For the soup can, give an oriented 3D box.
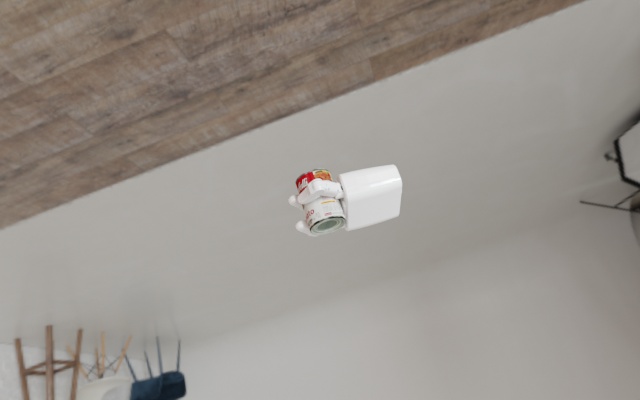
[{"bbox_3d":[0.000,0.003,0.860,0.068,0.102,0.068,-14,-25,-7],"label":"soup can"}]
